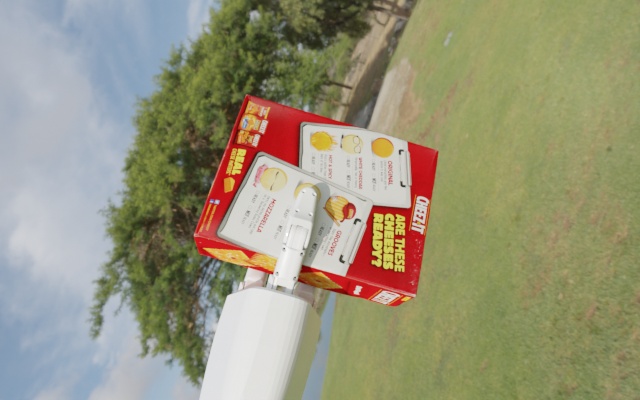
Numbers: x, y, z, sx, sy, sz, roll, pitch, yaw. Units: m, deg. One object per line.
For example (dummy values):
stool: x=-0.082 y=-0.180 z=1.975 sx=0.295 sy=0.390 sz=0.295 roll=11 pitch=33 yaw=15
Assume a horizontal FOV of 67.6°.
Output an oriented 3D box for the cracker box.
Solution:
cracker box: x=0.000 y=0.002 z=0.496 sx=0.214 sy=0.164 sz=0.072 roll=16 pitch=-23 yaw=-3
